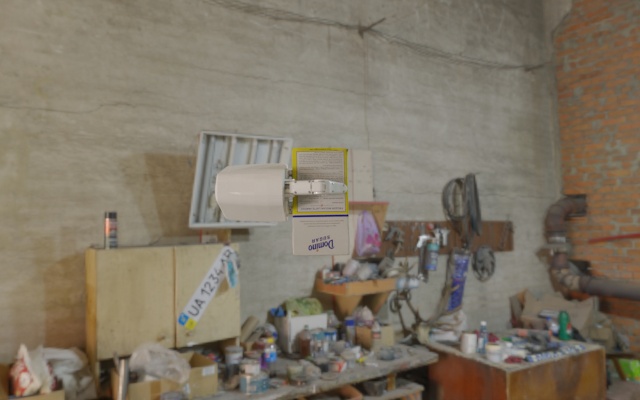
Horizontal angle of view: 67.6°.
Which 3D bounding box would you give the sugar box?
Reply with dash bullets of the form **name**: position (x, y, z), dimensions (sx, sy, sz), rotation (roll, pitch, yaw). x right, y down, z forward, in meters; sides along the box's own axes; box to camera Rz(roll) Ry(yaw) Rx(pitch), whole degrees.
- **sugar box**: position (0.000, 0.003, 0.786), dimensions (0.093, 0.176, 0.048), rotation (0, -4, 0)
